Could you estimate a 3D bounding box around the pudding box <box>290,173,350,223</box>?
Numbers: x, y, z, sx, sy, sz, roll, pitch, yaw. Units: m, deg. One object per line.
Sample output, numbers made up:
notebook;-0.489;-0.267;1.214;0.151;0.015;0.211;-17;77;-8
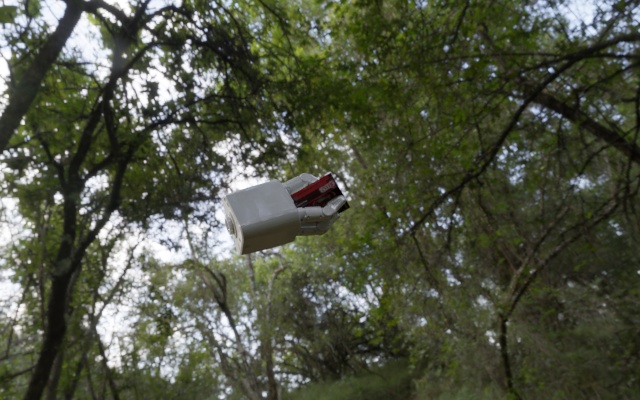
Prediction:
pudding box;0.000;0.003;0.899;0.090;0.039;0.113;-28;-23;4
